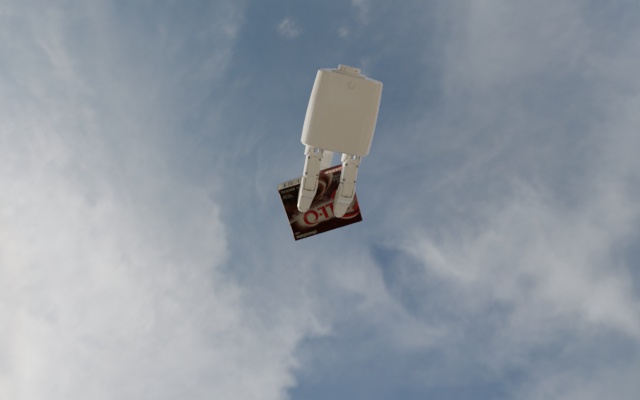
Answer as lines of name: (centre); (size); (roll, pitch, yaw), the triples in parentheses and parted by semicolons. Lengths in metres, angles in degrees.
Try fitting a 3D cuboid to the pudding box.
pudding box: (0.000, 0.002, 0.736); (0.113, 0.090, 0.039); (-16, 21, 2)
